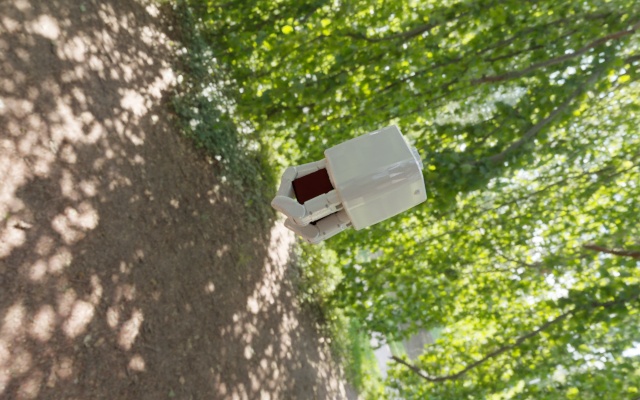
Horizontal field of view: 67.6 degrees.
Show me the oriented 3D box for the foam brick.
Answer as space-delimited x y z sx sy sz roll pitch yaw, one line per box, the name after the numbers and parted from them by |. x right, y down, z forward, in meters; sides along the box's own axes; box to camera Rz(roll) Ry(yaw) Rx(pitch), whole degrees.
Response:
0.000 0.002 0.667 0.051 0.053 0.078 -22 -31 6 | foam brick
